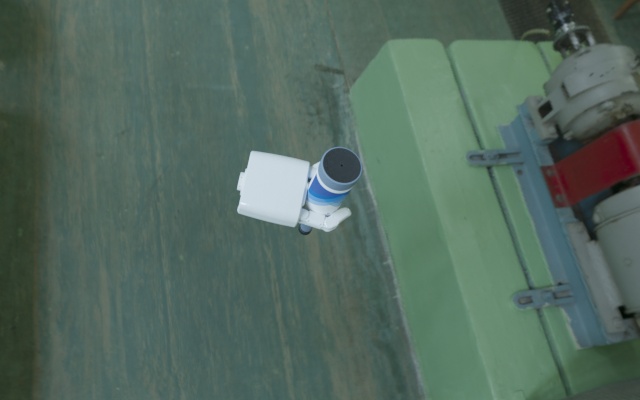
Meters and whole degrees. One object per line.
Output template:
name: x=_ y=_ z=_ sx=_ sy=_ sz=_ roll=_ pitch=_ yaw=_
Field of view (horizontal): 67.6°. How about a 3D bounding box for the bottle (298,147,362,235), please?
bottle: x=0.000 y=0.003 z=0.875 sx=0.069 sy=0.069 sz=0.296 roll=0 pitch=-23 yaw=-14
